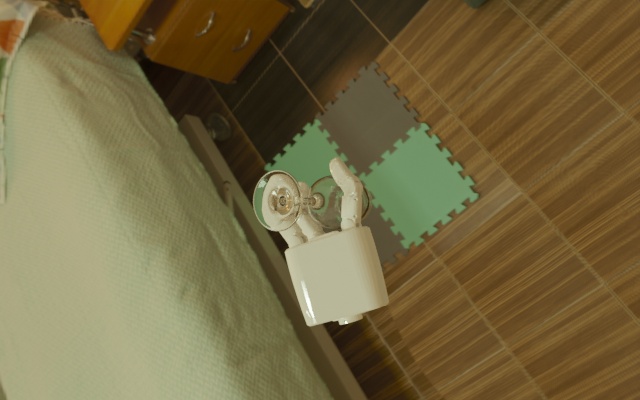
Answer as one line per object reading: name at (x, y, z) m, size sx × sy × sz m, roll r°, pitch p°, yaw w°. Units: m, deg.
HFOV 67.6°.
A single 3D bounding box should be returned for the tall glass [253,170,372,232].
tall glass at (0.000, 0.002, 0.658) m, size 0.079 × 0.079 × 0.201 m, roll 0°, pitch -1°, yaw 32°
